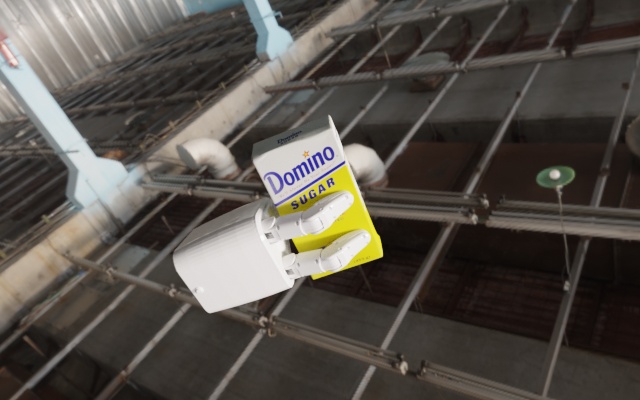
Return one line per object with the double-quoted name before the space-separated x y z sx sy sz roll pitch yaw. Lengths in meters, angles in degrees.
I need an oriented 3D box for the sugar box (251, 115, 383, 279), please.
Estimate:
"sugar box" 0.000 0.002 0.542 0.093 0.176 0.048 -21 32 8
